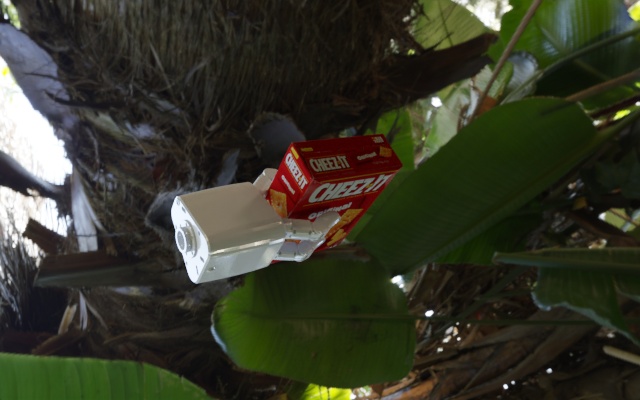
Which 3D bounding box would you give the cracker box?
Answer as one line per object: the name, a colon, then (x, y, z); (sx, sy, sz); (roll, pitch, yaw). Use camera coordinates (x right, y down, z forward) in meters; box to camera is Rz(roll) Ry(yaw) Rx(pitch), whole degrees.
cracker box: (0.000, 0.002, 0.712); (0.164, 0.072, 0.214); (-11, -30, -36)
